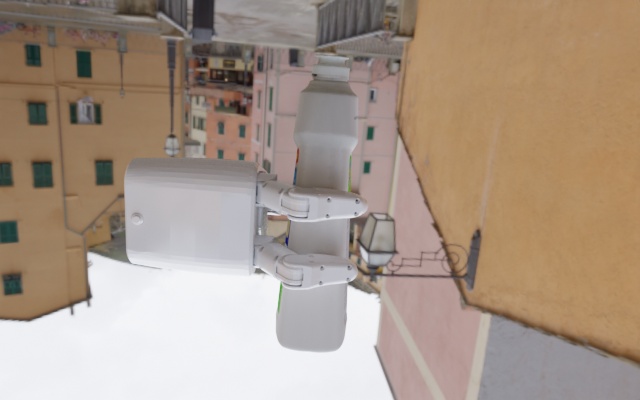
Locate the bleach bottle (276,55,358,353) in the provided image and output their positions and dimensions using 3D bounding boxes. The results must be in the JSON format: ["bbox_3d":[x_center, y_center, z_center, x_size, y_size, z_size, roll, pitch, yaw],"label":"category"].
[{"bbox_3d":[0.000,0.001,0.429,0.068,0.251,0.102,4,14,-1],"label":"bleach bottle"}]
